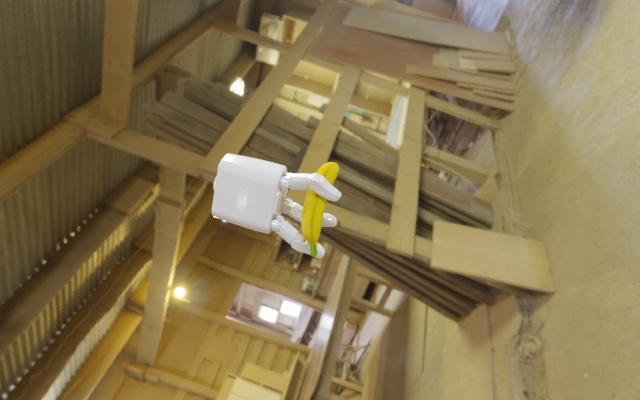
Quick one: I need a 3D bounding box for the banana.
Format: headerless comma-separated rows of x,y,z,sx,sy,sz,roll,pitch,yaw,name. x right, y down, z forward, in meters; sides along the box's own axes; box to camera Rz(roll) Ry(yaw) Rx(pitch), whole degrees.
-0.002,-0.005,0.824,0.037,0.197,0.070,10,-34,10,banana
